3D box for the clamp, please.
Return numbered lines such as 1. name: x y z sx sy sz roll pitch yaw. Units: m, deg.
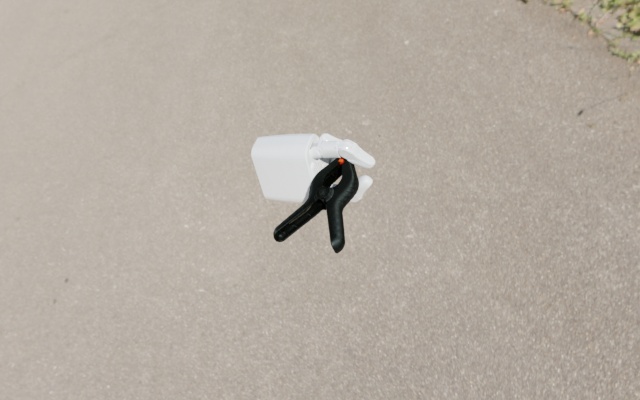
1. clamp: 0.000 0.002 0.717 0.120 0.171 0.039 3 -38 25
